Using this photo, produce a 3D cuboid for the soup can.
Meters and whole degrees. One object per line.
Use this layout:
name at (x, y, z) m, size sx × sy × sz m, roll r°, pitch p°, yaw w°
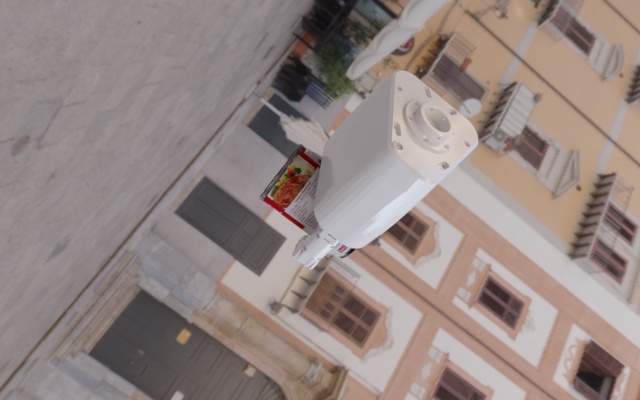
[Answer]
soup can at (0.000, 0.002, 0.474) m, size 0.102 × 0.068 × 0.068 m, roll 37°, pitch -6°, yaw -7°
